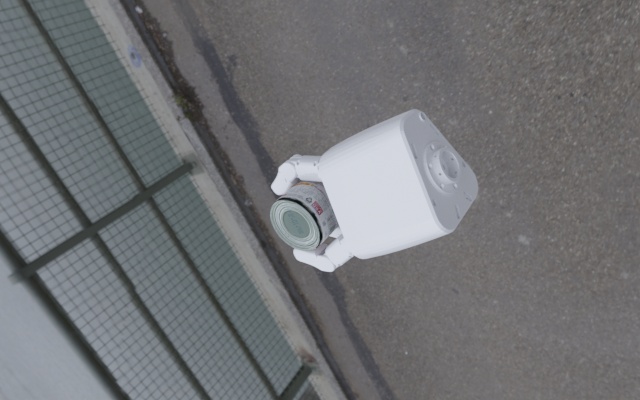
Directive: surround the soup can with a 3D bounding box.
[{"bbox_3d":[0.000,0.002,0.536,0.068,0.068,0.102,0,30,39],"label":"soup can"}]
